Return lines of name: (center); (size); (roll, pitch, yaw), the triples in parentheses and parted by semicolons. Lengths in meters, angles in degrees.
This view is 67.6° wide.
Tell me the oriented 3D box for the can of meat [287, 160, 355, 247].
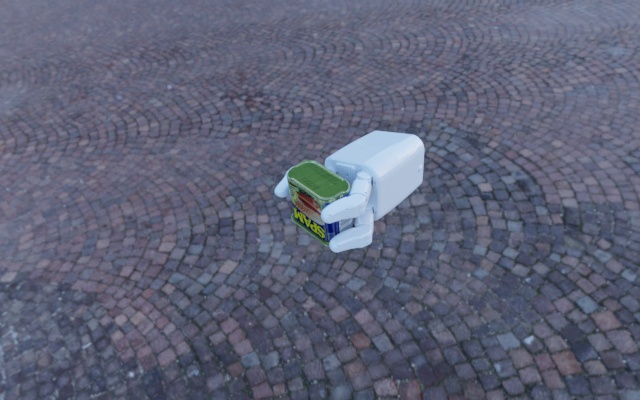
can of meat: (0.000, 0.002, 0.667); (0.057, 0.084, 0.102); (-32, 46, -27)
